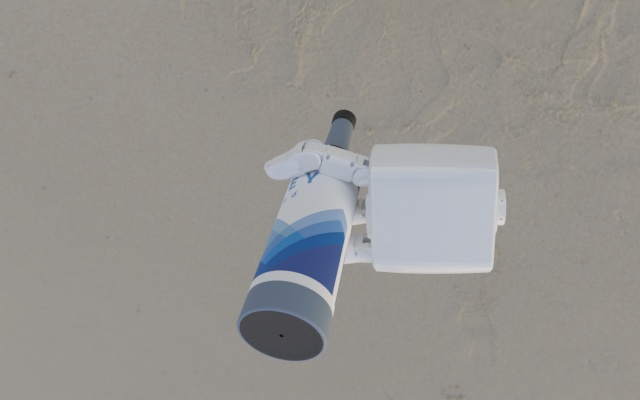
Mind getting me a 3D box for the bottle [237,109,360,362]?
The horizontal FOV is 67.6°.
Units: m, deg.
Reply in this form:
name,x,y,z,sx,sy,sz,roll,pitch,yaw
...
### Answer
name,x,y,z,sx,sy,sz,roll,pitch,yaw
bottle,0.000,0.002,0.448,0.069,0.069,0.295,0,41,15
